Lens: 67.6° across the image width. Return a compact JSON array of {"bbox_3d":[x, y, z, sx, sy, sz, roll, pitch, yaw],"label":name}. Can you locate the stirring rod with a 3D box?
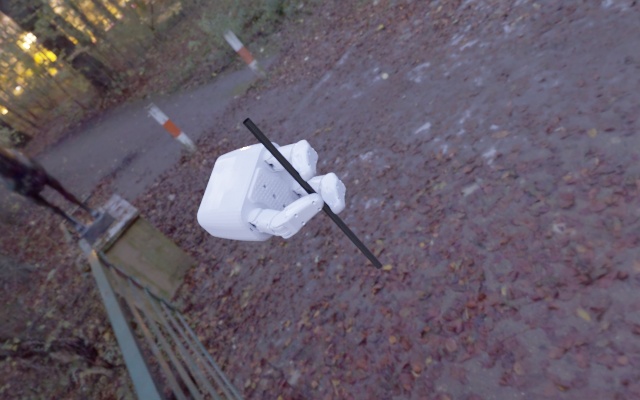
[{"bbox_3d":[0.000,0.002,0.510,0.011,0.011,0.240,0,-40,49],"label":"stirring rod"}]
